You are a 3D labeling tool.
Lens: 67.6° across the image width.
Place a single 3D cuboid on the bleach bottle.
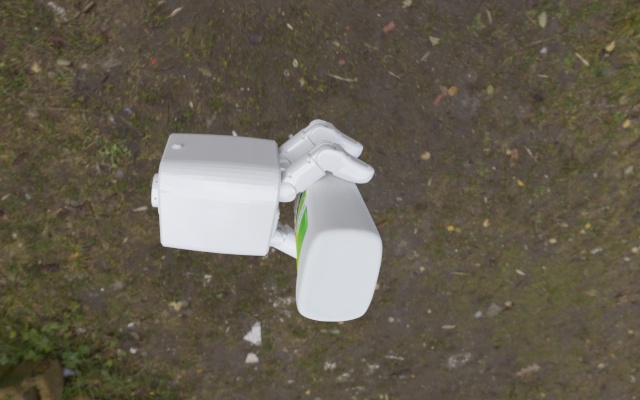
[{"bbox_3d":[0.000,0.002,0.502,0.068,0.103,0.250,4,30,-11],"label":"bleach bottle"}]
